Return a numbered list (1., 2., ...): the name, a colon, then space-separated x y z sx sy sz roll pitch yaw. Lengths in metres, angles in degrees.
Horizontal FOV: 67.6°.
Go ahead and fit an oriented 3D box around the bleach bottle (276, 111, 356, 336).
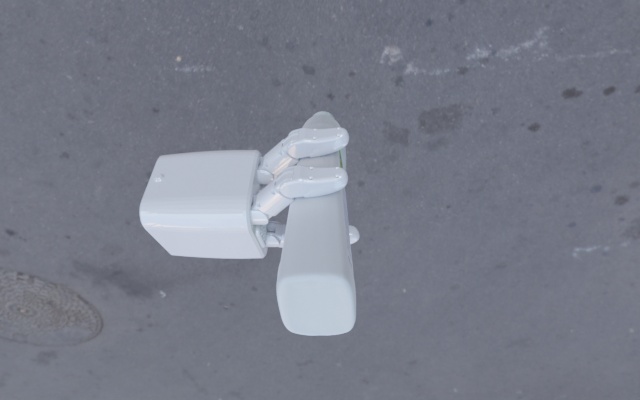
1. bleach bottle: 0.000 0.002 0.492 0.068 0.250 0.103 -1 -43 4
